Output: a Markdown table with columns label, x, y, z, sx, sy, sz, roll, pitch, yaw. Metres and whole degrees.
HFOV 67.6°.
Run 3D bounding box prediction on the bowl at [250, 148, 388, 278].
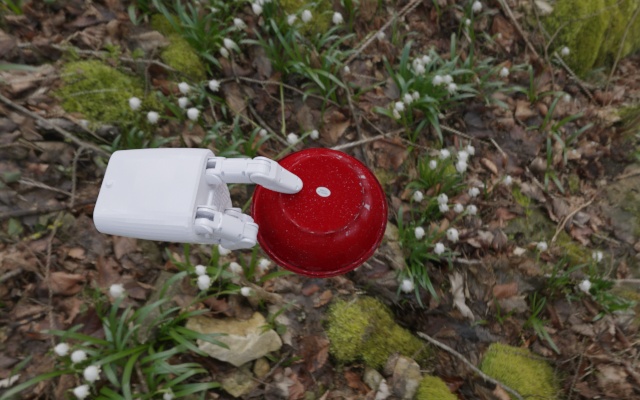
| label | x | y | z | sx | sy | sz | roll | pitch | yaw |
| --- | --- | --- | --- | --- | --- | --- | --- | --- | --- |
| bowl | 0.001 | 0.001 | 0.535 | 0.162 | 0.162 | 0.055 | 0 | -21 | -3 |
